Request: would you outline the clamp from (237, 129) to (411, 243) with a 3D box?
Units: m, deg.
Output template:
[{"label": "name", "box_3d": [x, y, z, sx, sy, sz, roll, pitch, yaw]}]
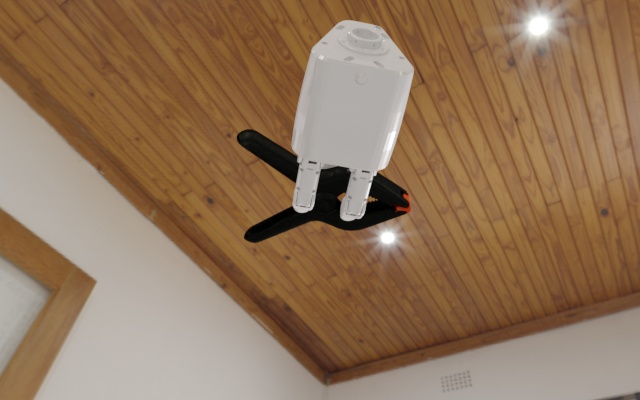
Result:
[{"label": "clamp", "box_3d": [0.001, 0.001, 0.574, 0.210, 0.165, 0.036, 9, 41, -4]}]
